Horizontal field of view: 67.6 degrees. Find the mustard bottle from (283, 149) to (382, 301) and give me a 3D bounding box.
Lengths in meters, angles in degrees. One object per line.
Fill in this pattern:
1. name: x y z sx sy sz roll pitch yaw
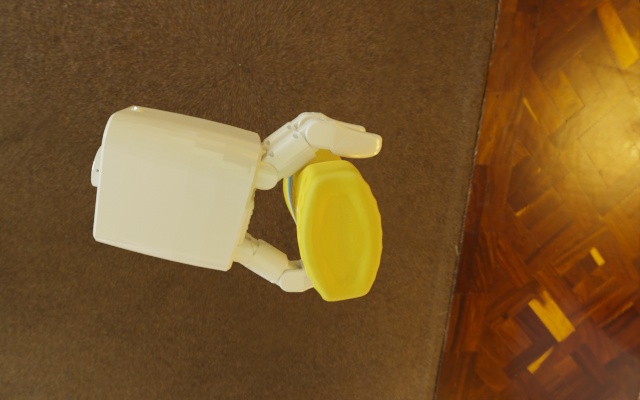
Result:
1. mustard bottle: 0.000 0.001 0.409 0.058 0.096 0.191 -10 17 -6
